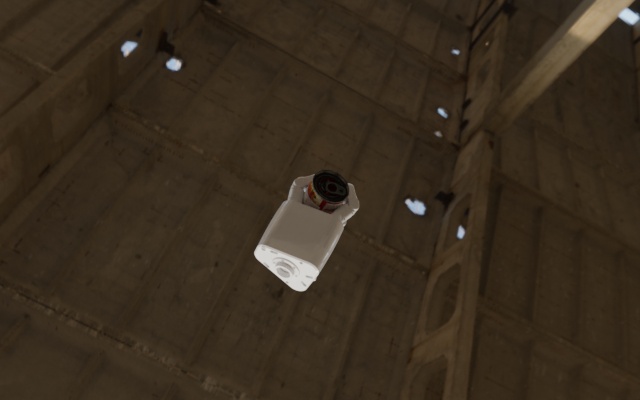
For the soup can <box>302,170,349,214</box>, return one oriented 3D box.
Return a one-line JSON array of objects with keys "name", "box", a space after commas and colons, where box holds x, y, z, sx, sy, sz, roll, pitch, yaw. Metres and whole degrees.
[{"name": "soup can", "box": [0.000, 0.003, 0.847, 0.068, 0.068, 0.102, 0, -33, -25]}]
